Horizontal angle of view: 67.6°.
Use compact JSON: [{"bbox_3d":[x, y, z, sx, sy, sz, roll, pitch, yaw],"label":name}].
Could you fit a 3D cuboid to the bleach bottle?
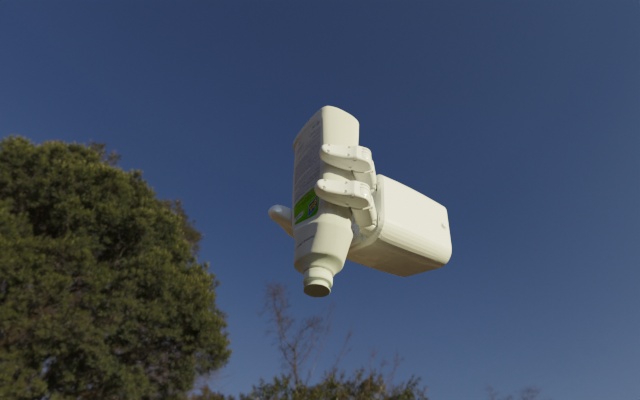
[{"bbox_3d":[0.000,0.002,0.577,0.068,0.250,0.103,23,-43,-20],"label":"bleach bottle"}]
